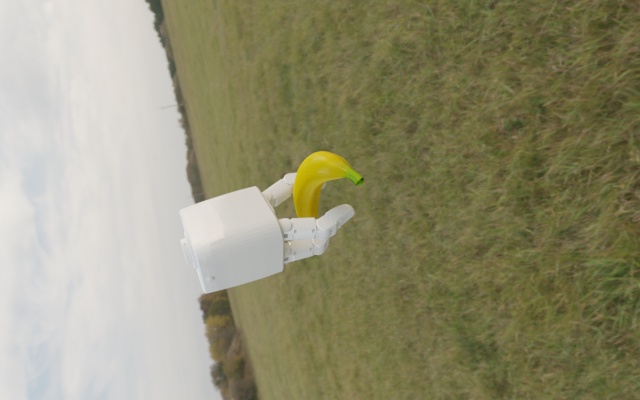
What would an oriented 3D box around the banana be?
[{"bbox_3d":[-0.007,-0.016,0.611,0.037,0.069,0.198,-21,-10,-22],"label":"banana"}]
